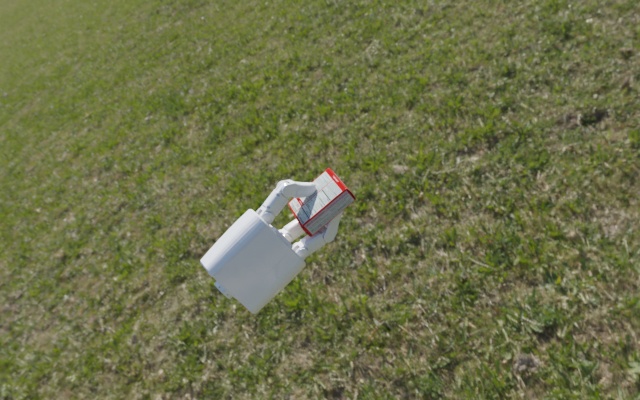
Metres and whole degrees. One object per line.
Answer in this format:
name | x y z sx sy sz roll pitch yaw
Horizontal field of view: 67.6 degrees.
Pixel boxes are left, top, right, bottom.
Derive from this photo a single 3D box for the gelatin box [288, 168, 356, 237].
gelatin box | 0.000 0.002 0.718 0.030 0.089 0.073 47 4 -35
